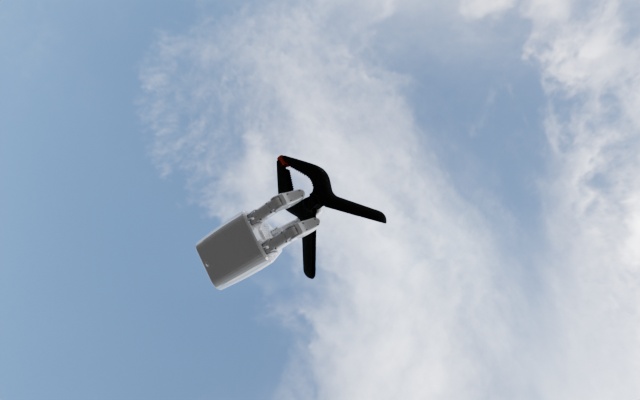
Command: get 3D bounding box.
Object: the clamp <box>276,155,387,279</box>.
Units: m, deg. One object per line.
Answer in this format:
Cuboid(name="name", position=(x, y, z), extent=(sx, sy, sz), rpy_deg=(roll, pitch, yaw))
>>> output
Cuboid(name="clamp", position=(0.000, 0.002, 0.802), extent=(0.164, 0.210, 0.036), rpy_deg=(-31, -14, 11))
